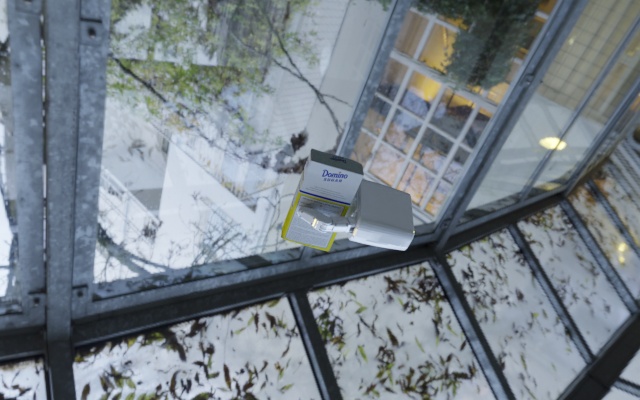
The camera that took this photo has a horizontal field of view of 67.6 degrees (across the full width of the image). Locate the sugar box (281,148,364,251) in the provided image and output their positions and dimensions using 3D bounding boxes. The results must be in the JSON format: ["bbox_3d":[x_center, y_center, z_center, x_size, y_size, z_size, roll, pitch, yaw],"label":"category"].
[{"bbox_3d":[0.000,0.002,0.822,0.093,0.176,0.048,16,33,-11],"label":"sugar box"}]
